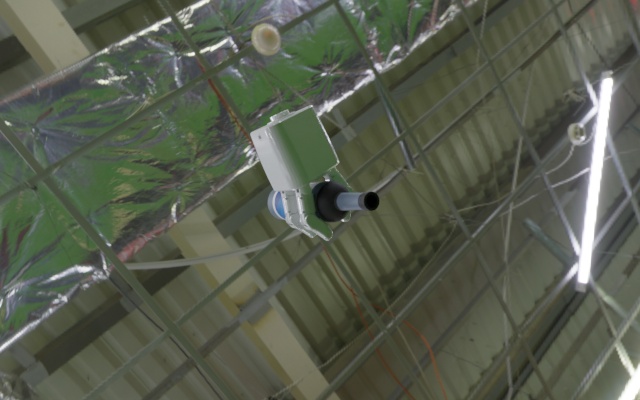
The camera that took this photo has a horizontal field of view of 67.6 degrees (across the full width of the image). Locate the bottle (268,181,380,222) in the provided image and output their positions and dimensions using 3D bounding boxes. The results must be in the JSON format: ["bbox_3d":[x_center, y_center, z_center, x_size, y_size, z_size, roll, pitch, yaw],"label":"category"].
[{"bbox_3d":[0.000,0.003,0.800,0.069,0.069,0.295,0,-1,-30],"label":"bottle"}]
